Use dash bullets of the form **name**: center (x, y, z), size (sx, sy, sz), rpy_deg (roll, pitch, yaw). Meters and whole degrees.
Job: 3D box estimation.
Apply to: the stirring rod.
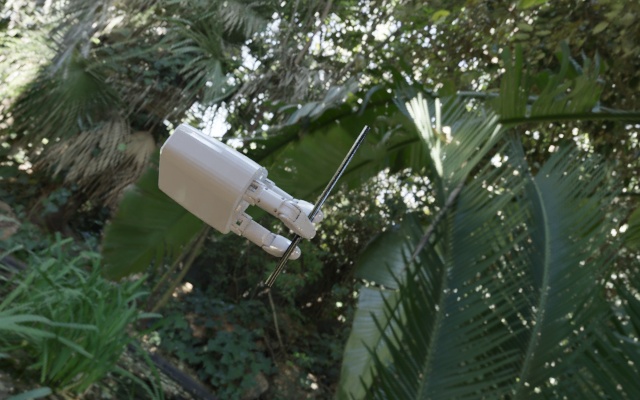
- **stirring rod**: center (0.000, 0.002, 0.590), size (0.011, 0.239, 0.011), rpy_deg (29, -17, 10)
